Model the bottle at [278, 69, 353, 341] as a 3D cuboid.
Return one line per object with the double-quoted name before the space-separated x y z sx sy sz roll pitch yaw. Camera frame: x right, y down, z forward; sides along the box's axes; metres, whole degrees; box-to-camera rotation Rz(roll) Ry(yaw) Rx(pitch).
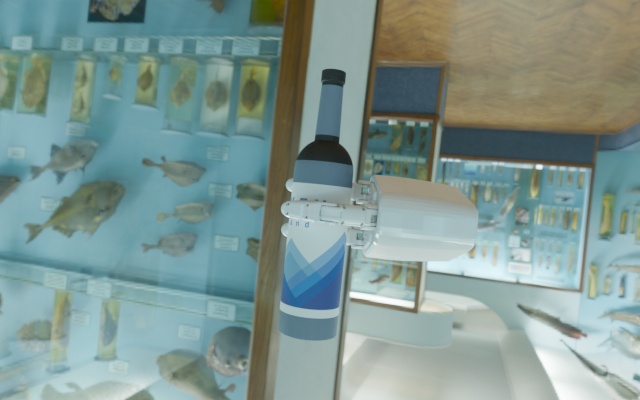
"bottle" 0.000 0.002 0.537 0.069 0.295 0.069 6 0 0
